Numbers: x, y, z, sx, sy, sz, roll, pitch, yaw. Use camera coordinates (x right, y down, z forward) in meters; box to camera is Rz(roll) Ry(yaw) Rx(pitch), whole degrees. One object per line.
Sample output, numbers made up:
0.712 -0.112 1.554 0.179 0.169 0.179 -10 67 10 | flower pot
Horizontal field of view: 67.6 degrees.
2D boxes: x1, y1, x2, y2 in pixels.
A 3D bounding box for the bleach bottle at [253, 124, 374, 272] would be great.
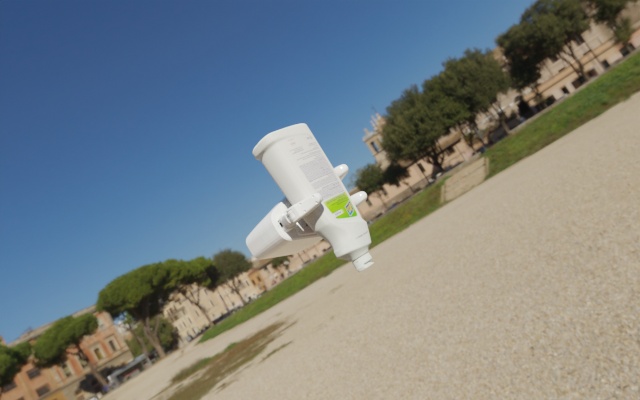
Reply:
0.000 0.002 0.755 0.102 0.251 0.068 -26 -8 -42 | bleach bottle
